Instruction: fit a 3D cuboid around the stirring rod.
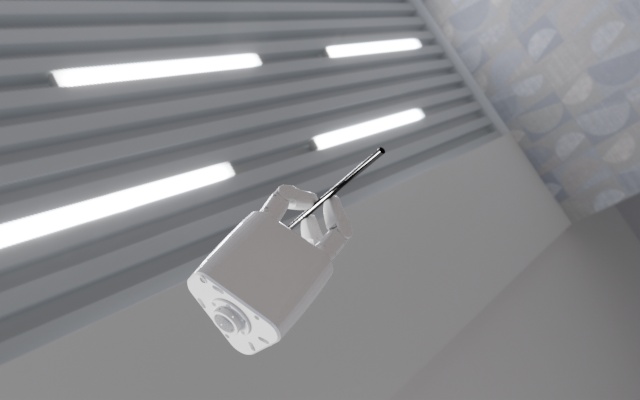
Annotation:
[{"bbox_3d":[0.000,0.002,0.583,0.011,0.011,0.240,0,-27,-37],"label":"stirring rod"}]
